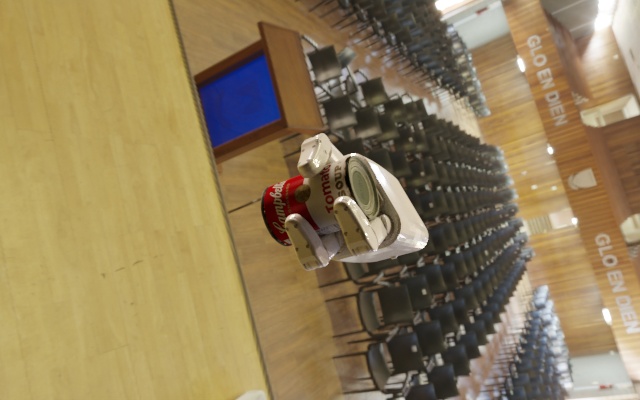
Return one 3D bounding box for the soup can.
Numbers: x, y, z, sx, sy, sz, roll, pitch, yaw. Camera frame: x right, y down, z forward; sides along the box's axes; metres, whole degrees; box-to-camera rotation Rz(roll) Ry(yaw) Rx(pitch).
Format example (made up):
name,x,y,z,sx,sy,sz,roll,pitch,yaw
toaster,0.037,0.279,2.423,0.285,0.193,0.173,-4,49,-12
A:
name,x,y,z,sx,sy,sz,roll,pitch,yaw
soup can,0.000,0.001,0.485,0.102,0.068,0.068,-19,-9,27
